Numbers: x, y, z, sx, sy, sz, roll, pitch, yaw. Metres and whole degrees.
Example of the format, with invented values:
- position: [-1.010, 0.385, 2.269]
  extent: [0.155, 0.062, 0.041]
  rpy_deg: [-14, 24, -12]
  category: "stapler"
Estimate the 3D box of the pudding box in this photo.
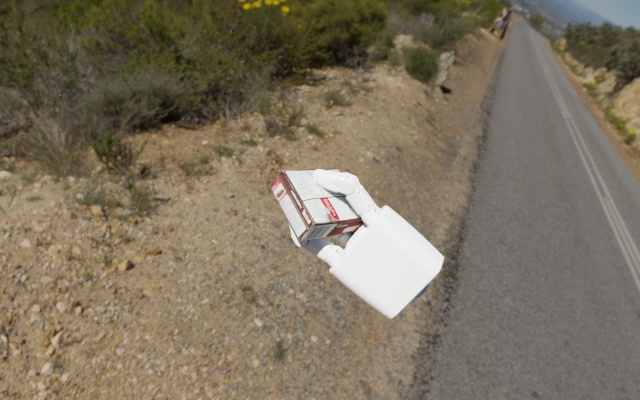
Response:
- position: [0.000, 0.002, 0.640]
  extent: [0.113, 0.090, 0.039]
  rpy_deg: [-4, -35, -48]
  category: "pudding box"
